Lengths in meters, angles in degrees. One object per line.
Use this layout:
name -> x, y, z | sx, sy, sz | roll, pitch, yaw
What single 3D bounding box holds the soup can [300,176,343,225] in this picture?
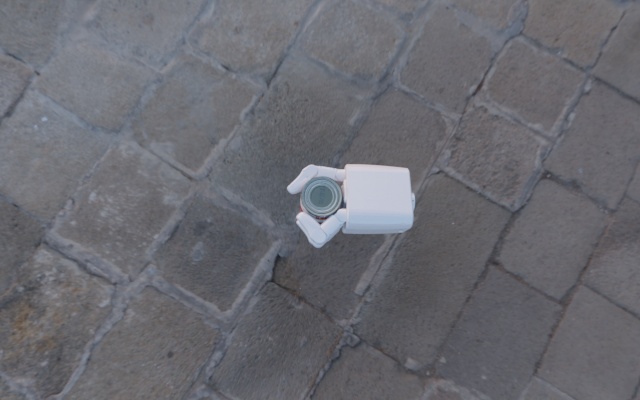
soup can -> 0.000, 0.002, 0.797 | 0.068, 0.068, 0.102 | 0, -10, -3
